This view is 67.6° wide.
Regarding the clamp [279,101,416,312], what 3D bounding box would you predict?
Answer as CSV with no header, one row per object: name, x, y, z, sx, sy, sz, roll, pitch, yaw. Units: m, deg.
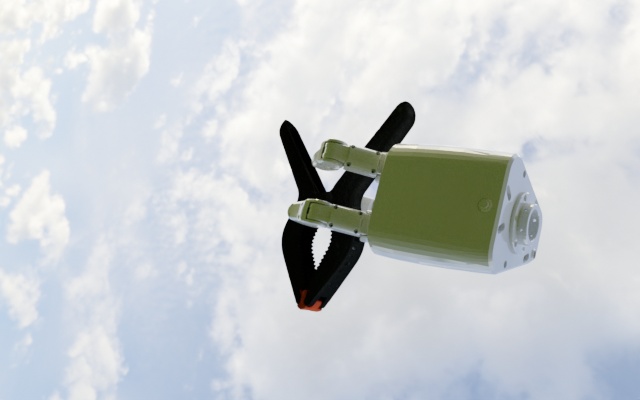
clamp,0.001,0.002,0.479,0.164,0.210,0.036,8,-11,42
